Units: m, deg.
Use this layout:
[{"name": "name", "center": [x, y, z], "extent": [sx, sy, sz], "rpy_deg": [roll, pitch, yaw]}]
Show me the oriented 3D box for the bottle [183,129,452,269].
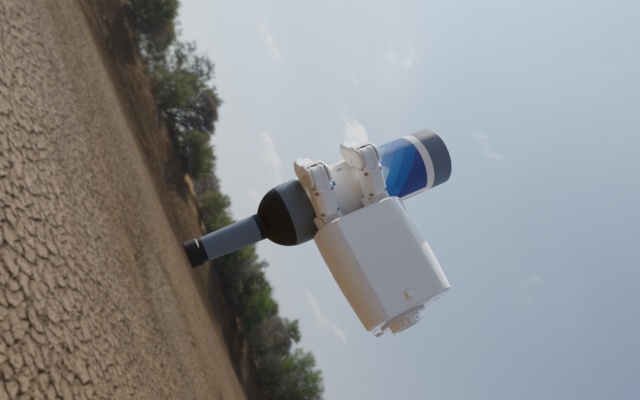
[{"name": "bottle", "center": [0.000, 0.002, 0.511], "extent": [0.295, 0.069, 0.069], "rpy_deg": [-22, 6, -16]}]
